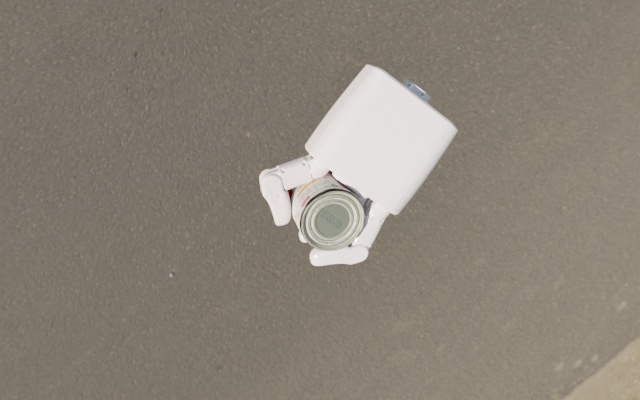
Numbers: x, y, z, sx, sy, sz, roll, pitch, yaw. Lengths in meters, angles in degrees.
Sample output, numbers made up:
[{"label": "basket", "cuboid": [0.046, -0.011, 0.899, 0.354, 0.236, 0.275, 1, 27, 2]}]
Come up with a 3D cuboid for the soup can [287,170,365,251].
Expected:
[{"label": "soup can", "cuboid": [0.000, 0.002, 0.505, 0.068, 0.068, 0.102, 0, 22, -16]}]
